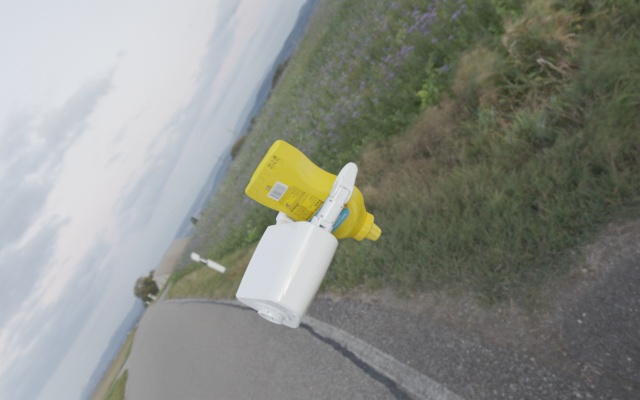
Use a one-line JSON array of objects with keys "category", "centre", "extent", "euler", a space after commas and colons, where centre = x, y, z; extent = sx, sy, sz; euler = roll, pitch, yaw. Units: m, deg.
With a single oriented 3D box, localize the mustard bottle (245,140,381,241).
[{"category": "mustard bottle", "centre": [0.000, 0.002, 0.653], "extent": [0.191, 0.058, 0.096], "euler": [31, -49, -11]}]
